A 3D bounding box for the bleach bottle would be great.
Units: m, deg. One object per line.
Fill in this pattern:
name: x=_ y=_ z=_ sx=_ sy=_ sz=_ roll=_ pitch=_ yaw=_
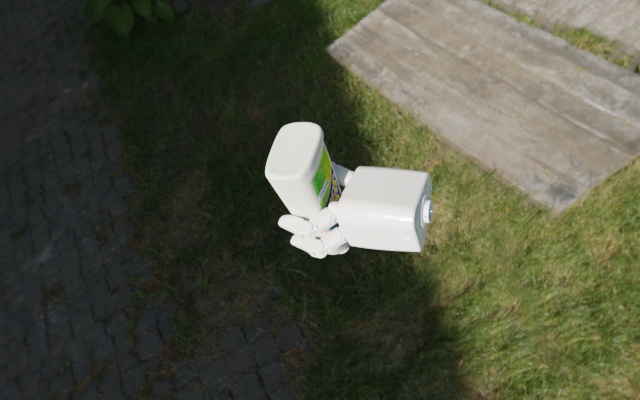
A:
bleach bottle: x=0.000 y=0.002 z=0.724 sx=0.068 sy=0.102 sz=0.251 roll=4 pitch=-32 yaw=24
